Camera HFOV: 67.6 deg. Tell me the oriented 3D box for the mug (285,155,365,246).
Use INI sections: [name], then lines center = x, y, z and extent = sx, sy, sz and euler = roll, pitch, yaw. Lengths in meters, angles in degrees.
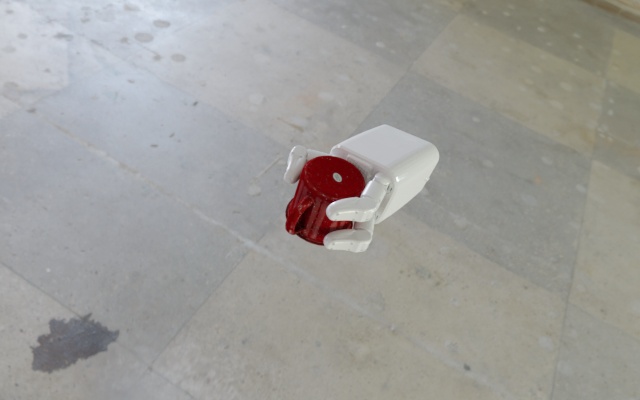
[mug]
center = -0.001, 0.002, 0.601
extent = 0.093, 0.082, 0.117
euler = 42, 49, 21
